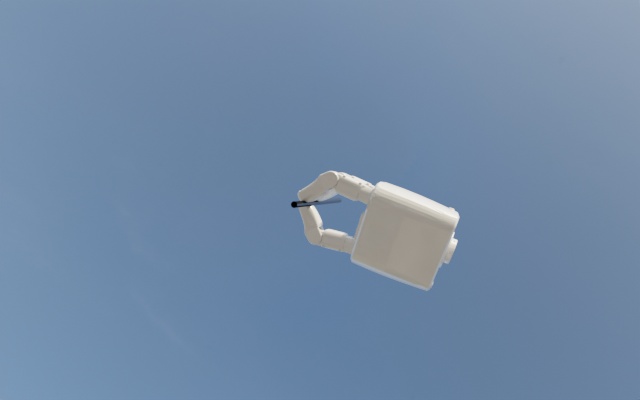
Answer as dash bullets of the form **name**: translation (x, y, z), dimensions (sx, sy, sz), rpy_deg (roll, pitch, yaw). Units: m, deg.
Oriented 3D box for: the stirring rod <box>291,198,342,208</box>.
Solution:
- **stirring rod**: translation (0.000, 0.002, 0.682), dimensions (0.011, 0.011, 0.239), rpy_deg (0, 1, 15)
